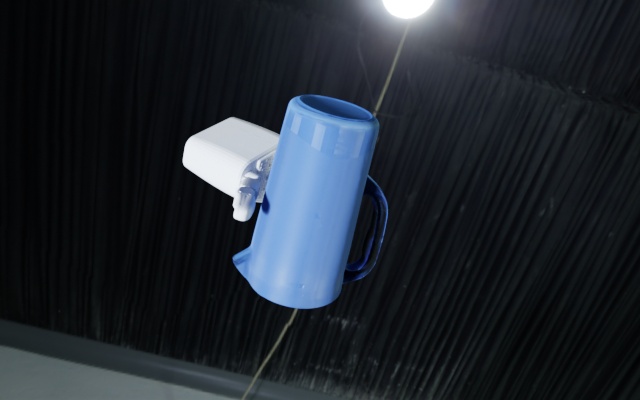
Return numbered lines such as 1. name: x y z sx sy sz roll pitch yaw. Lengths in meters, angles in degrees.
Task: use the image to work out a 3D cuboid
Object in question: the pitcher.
1. pitcher: 0.000 0.002 0.595 0.145 0.243 0.149 27 27 26
